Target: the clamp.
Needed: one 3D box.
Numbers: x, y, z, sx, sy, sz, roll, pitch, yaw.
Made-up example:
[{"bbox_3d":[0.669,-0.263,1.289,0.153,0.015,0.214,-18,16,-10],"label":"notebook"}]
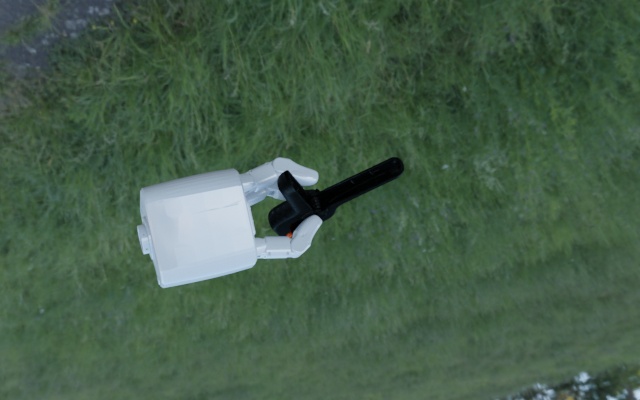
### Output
[{"bbox_3d":[0.000,0.003,0.609,0.164,0.036,0.210,-11,-17,-24],"label":"clamp"}]
